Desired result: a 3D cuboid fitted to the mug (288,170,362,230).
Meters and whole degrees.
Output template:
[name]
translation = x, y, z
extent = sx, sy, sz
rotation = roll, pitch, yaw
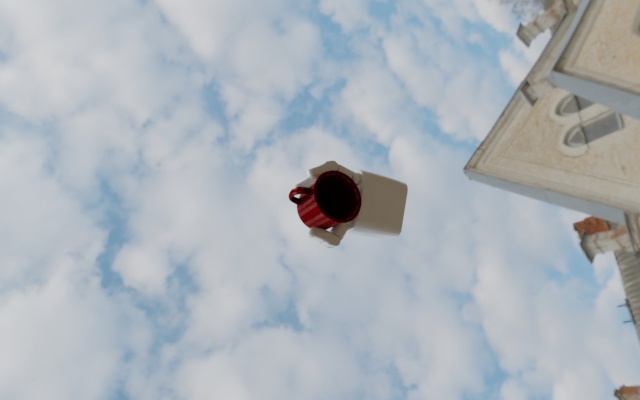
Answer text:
[mug]
translation = -0.001, 0.003, 0.823
extent = 0.117, 0.093, 0.081
rotation = 13, -24, -26
